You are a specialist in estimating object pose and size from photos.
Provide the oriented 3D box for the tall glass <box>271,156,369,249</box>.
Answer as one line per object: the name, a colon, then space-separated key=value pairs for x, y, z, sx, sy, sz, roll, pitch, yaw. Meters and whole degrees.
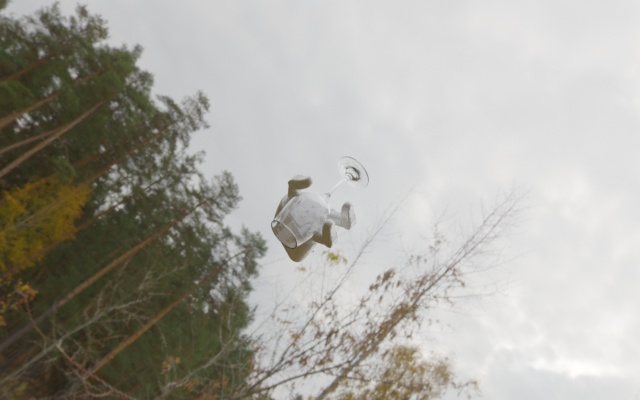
tall glass: x=0.001 y=0.002 z=0.873 sx=0.201 sy=0.079 sz=0.079 roll=-42 pitch=25 yaw=-31
